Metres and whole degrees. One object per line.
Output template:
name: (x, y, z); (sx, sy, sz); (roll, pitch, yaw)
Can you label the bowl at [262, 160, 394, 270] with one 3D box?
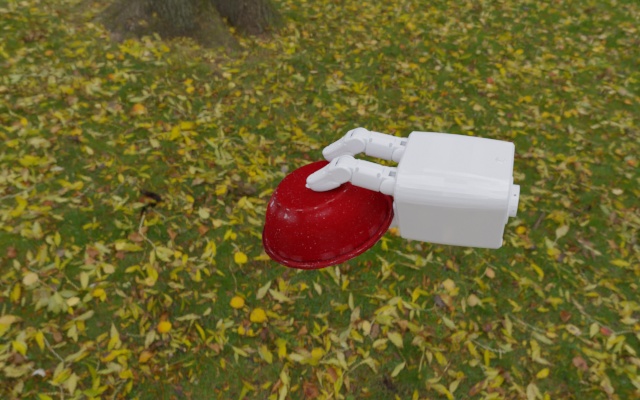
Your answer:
bowl: (-0.001, 0.002, 0.544); (0.162, 0.055, 0.162); (-14, 35, 10)
